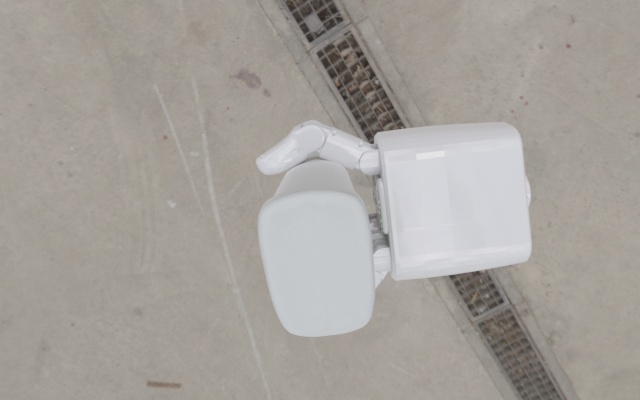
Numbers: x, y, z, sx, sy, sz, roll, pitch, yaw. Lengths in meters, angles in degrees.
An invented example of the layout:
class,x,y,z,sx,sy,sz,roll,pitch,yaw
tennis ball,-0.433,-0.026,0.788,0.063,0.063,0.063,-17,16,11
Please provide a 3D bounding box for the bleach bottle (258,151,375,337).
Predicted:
class,x,y,z,sx,sy,sz,roll,pitch,yaw
bleach bottle,0.000,0.001,0.403,0.068,0.103,0.250,-7,20,3
